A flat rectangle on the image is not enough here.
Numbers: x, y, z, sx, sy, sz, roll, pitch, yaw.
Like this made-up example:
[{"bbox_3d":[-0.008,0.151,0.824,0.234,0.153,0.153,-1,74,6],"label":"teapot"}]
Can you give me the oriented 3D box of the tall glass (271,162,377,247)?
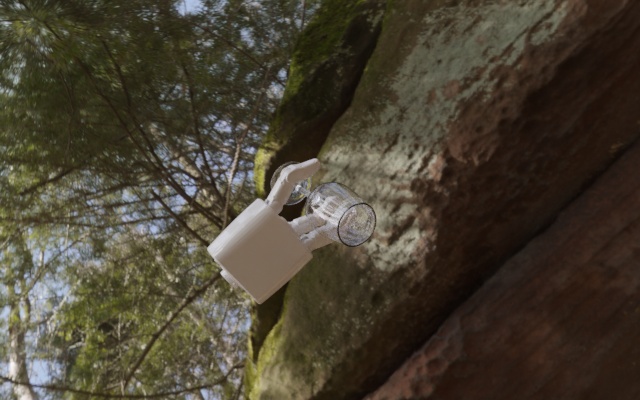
[{"bbox_3d":[0.000,0.002,0.707,0.079,0.079,0.201,0,18,-31],"label":"tall glass"}]
